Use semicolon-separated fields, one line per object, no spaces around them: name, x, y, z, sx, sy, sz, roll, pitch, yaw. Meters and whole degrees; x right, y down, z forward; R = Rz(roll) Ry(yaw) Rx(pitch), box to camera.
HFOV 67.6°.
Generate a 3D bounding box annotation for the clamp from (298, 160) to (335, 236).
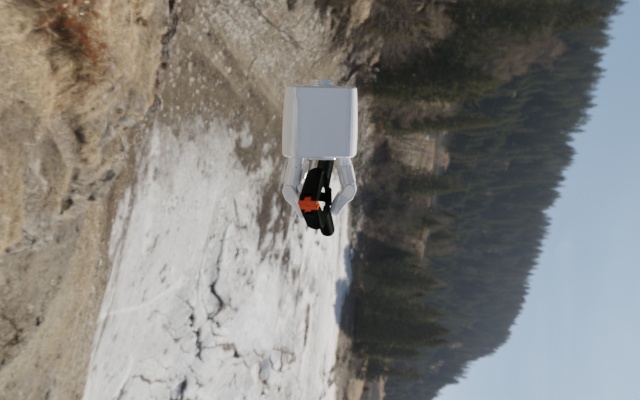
clamp;0.001;0.002;0.767;0.036;0.164;0.210;1;14;9
